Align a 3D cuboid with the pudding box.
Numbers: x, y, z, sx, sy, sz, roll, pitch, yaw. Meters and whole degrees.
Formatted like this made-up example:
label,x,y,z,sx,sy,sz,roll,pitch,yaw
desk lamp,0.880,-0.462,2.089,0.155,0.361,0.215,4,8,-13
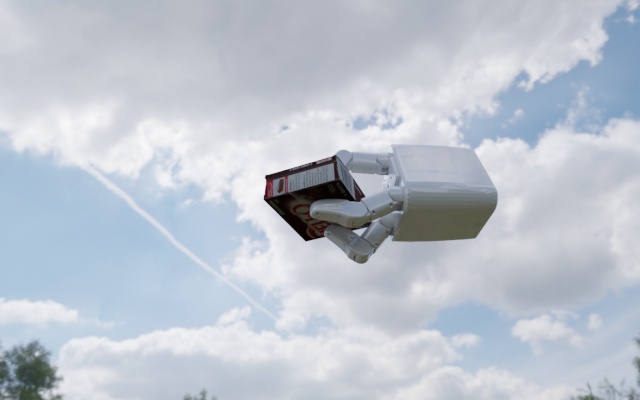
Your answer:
label,x,y,z,sx,sy,sz,roll,pitch,yaw
pudding box,0.000,0.002,0.548,0.090,0.039,0.114,-15,-37,18
